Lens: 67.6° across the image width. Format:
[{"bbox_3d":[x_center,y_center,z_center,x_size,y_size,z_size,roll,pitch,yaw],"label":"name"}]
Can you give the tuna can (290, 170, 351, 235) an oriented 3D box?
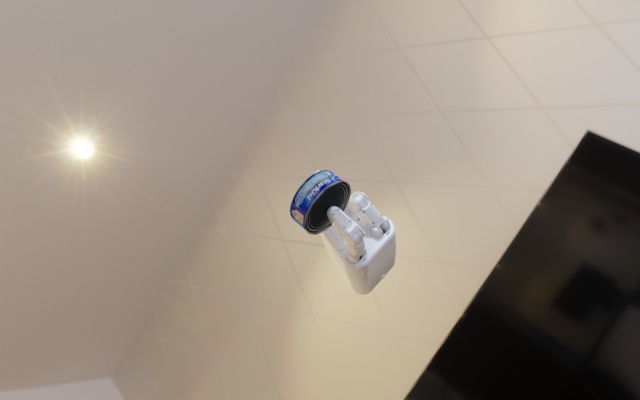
[{"bbox_3d":[0.000,0.002,0.645,0.033,0.086,0.086,38,20,28],"label":"tuna can"}]
